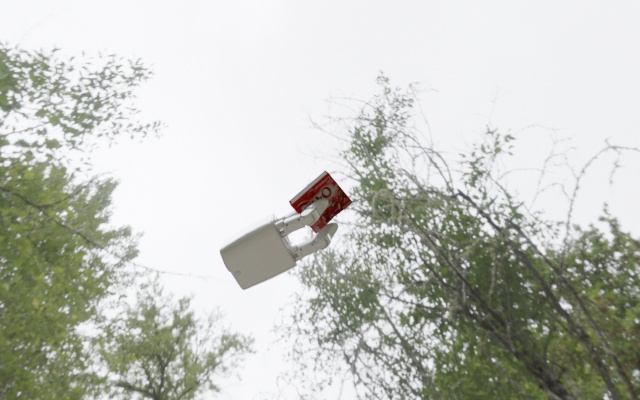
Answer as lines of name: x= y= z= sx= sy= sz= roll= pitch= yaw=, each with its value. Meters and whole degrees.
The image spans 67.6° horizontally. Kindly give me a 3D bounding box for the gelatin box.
gelatin box: x=0.000 y=0.002 z=0.850 sx=0.089 sy=0.073 sz=0.030 roll=-40 pitch=20 yaw=1
